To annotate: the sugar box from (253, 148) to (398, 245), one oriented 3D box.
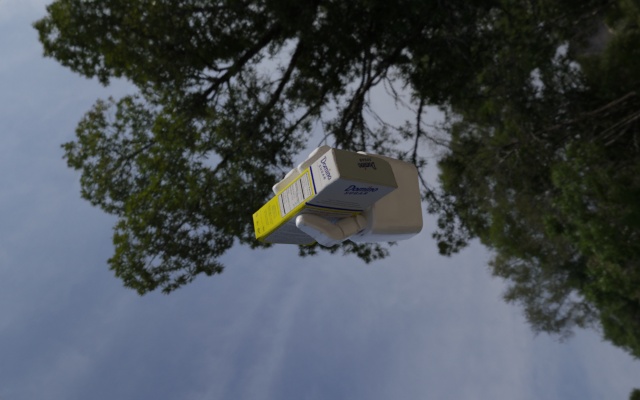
[{"bbox_3d":[0.000,0.002,0.591,0.093,0.048,0.176,8,-33,-38],"label":"sugar box"}]
